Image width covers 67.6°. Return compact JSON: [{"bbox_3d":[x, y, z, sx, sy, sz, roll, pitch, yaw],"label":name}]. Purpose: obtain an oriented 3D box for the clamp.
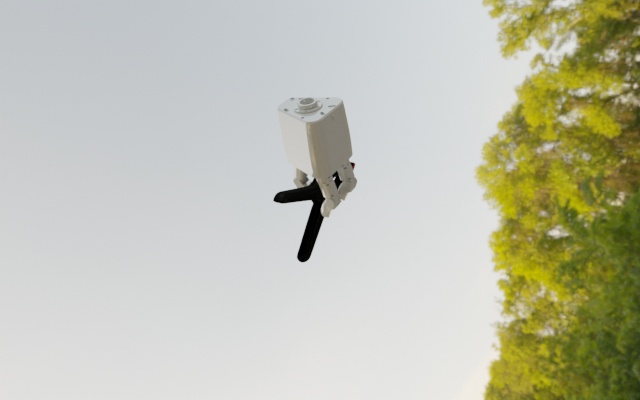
[{"bbox_3d":[0.000,0.002,0.883,0.036,0.165,0.210,17,45,33],"label":"clamp"}]
